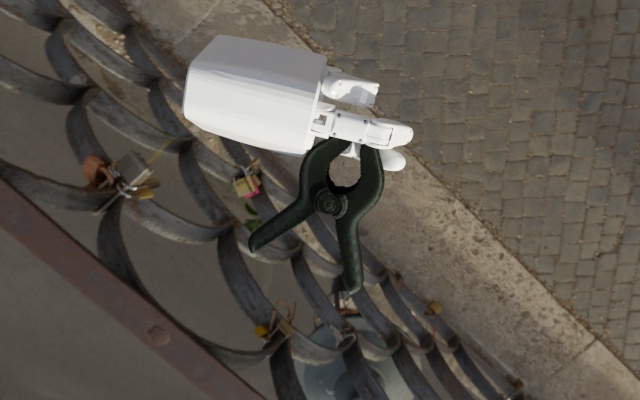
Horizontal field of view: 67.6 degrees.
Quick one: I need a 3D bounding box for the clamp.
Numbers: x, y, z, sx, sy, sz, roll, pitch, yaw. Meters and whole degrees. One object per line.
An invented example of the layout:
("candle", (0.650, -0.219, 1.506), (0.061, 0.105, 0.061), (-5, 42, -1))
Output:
("clamp", (0.000, 0.002, 0.451), (0.120, 0.171, 0.039), (13, 17, -3))
